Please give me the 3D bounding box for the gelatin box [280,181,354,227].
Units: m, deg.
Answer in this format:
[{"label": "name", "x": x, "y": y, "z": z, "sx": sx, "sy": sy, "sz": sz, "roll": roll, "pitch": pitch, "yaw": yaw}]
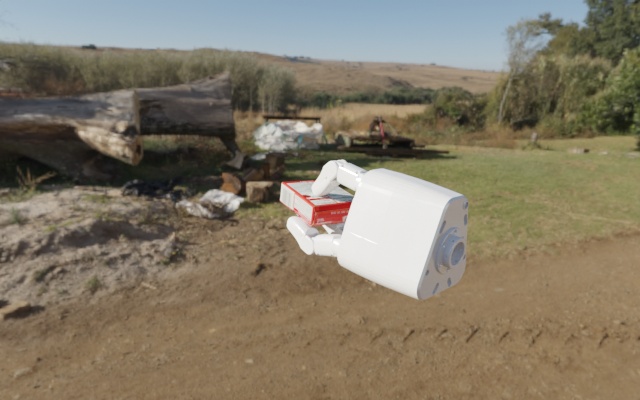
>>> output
[{"label": "gelatin box", "x": 0.000, "y": 0.001, "z": 0.612, "sx": 0.073, "sy": 0.030, "sz": 0.089, "roll": -5, "pitch": 24, "yaw": -32}]
